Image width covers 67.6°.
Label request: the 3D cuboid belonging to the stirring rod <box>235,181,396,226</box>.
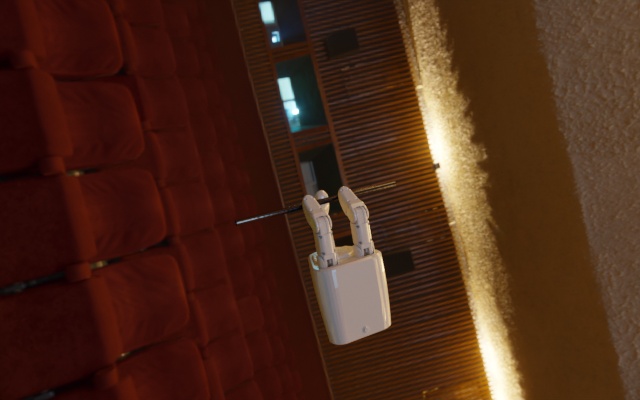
[{"bbox_3d":[0.000,0.002,0.656,0.239,0.011,0.011,-14,5,-21],"label":"stirring rod"}]
